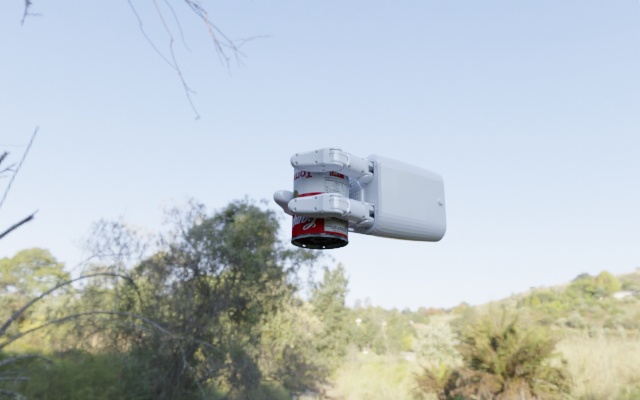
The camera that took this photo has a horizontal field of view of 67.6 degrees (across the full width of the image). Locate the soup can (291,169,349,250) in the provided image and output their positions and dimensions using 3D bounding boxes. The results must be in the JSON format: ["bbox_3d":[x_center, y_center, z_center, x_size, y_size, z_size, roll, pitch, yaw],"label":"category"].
[{"bbox_3d":[0.000,0.002,0.569,0.068,0.102,0.068,1,-18,0],"label":"soup can"}]
